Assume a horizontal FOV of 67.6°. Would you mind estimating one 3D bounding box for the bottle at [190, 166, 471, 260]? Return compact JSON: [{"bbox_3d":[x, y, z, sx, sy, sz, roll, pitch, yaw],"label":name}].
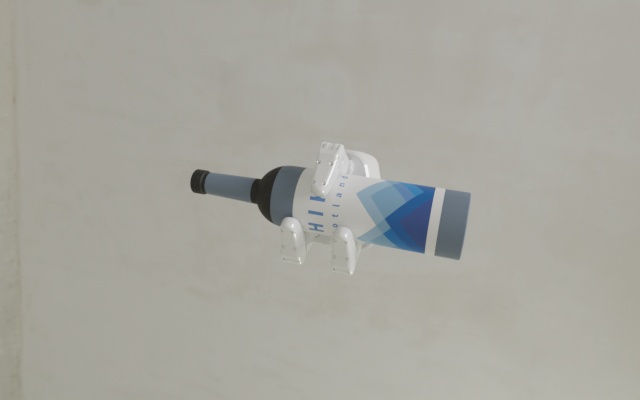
[{"bbox_3d":[0.000,0.002,0.500,0.295,0.069,0.069,10,2,15],"label":"bottle"}]
